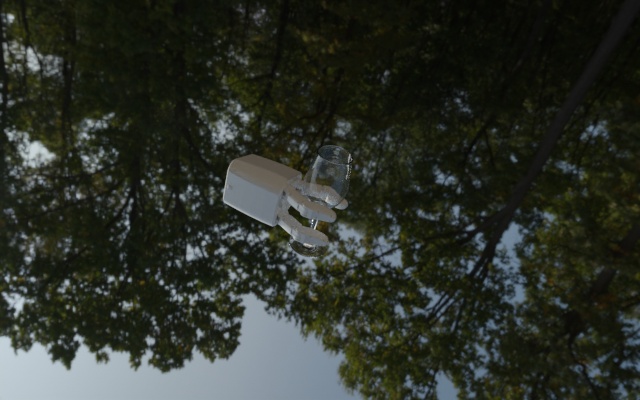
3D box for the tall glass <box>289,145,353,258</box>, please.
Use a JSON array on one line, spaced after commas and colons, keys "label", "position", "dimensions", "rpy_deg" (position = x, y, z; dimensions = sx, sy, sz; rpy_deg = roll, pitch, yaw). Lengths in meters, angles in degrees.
[{"label": "tall glass", "position": [0.000, 0.003, 0.843], "dimensions": [0.079, 0.201, 0.079], "rpy_deg": [12, 34, -8]}]
